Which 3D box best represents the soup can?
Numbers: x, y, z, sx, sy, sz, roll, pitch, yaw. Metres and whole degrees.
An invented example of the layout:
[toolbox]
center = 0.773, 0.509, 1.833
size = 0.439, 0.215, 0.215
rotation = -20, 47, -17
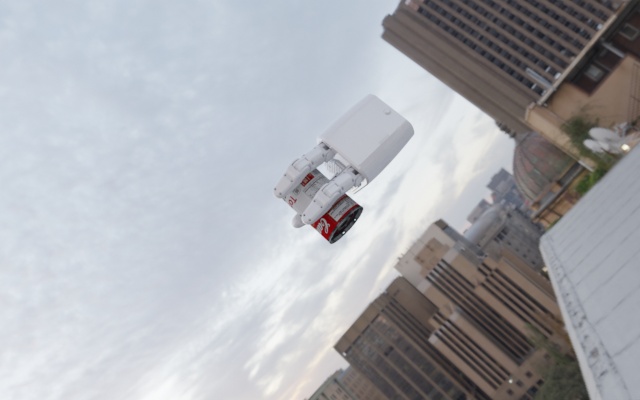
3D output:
[soup can]
center = 0.000, 0.002, 0.668
size = 0.102, 0.068, 0.068
rotation = 42, 13, 16
